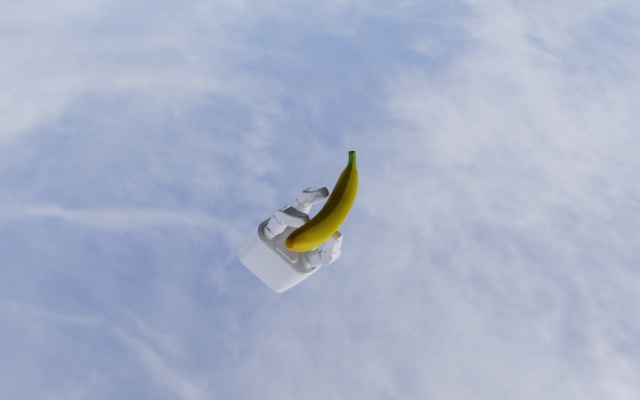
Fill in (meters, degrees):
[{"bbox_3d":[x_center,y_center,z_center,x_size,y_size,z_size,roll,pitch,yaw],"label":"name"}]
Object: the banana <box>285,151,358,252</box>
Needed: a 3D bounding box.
[{"bbox_3d":[0.010,0.014,0.684,0.037,0.070,0.197,-2,41,37],"label":"banana"}]
